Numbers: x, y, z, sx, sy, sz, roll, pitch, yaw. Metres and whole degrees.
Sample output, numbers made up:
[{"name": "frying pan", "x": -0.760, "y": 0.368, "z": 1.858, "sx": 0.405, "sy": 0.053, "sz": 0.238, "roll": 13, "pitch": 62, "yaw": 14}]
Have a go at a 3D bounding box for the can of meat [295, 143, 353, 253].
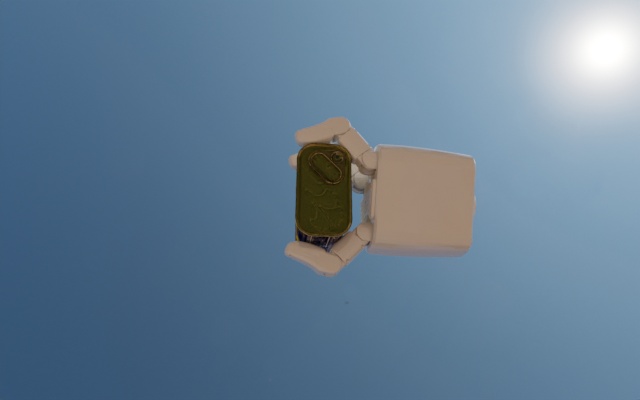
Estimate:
[{"name": "can of meat", "x": 0.000, "y": 0.002, "z": 0.521, "sx": 0.057, "sy": 0.102, "sz": 0.084, "roll": 2, "pitch": -21, "yaw": -5}]
